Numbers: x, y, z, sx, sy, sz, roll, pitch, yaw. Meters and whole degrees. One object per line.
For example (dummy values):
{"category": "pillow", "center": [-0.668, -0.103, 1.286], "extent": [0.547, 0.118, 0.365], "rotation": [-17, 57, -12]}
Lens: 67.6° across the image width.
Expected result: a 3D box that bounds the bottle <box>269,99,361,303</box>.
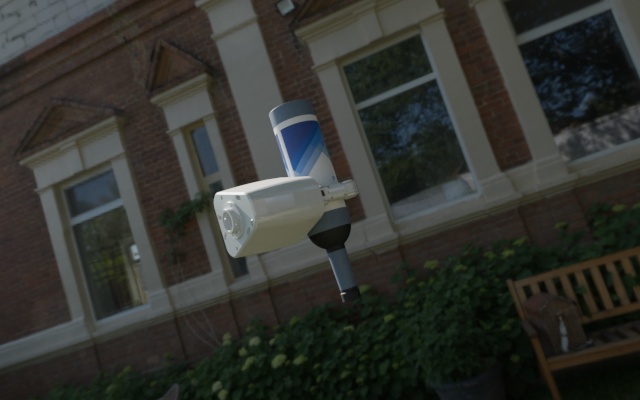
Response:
{"category": "bottle", "center": [0.000, 0.002, 0.696], "extent": [0.069, 0.295, 0.069], "rotation": [-18, -6, -2]}
